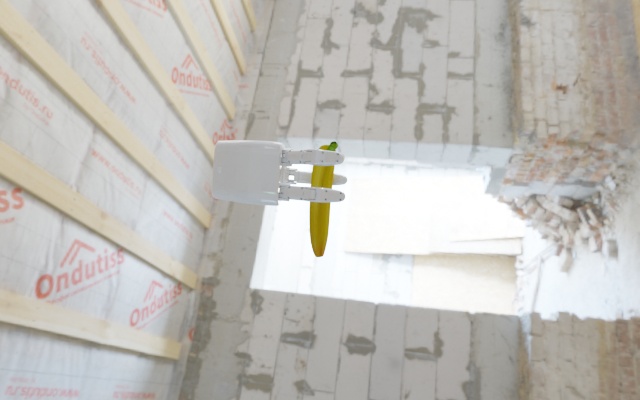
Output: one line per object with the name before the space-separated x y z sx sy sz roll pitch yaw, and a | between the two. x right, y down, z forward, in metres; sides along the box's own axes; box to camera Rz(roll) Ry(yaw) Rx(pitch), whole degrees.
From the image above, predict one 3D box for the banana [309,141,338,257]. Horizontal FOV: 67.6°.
banana | 0.001 -0.007 0.774 0.037 0.198 0.069 5 21 -1
